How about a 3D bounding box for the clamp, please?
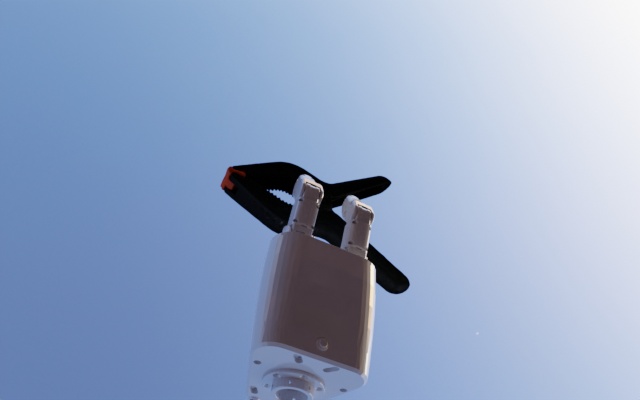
[{"bbox_3d":[-0.001,0.002,0.515,0.210,0.036,0.164,23,40,-13],"label":"clamp"}]
